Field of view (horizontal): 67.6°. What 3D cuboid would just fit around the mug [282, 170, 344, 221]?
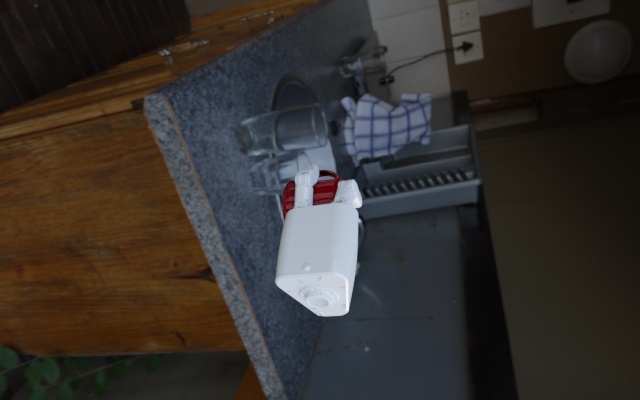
[{"bbox_3d":[0.001,0.001,0.716,0.081,0.117,0.093,-6,-40,19],"label":"mug"}]
